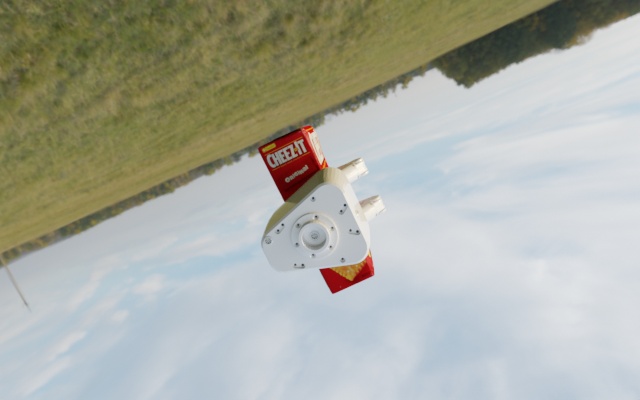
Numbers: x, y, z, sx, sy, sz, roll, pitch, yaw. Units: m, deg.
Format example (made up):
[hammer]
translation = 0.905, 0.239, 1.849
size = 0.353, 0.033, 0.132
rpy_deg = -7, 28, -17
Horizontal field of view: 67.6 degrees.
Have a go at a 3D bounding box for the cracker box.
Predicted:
[cracker box]
translation = 0.000, 0.002, 0.680
size = 0.072, 0.214, 0.164
rpy_deg = -25, 8, 6
